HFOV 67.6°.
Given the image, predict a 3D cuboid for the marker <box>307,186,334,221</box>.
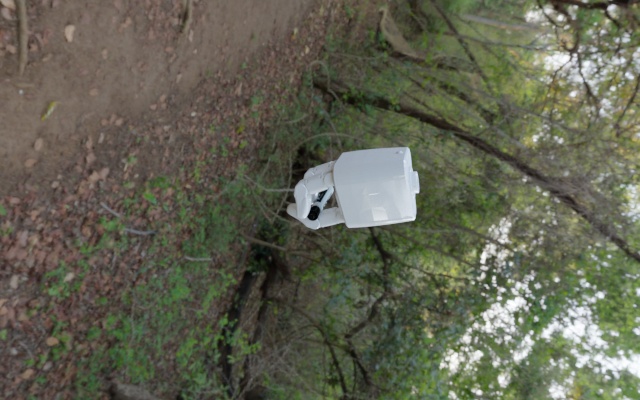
[{"bbox_3d":[0.000,0.003,0.790,0.020,0.020,0.121,0,22,15],"label":"marker"}]
